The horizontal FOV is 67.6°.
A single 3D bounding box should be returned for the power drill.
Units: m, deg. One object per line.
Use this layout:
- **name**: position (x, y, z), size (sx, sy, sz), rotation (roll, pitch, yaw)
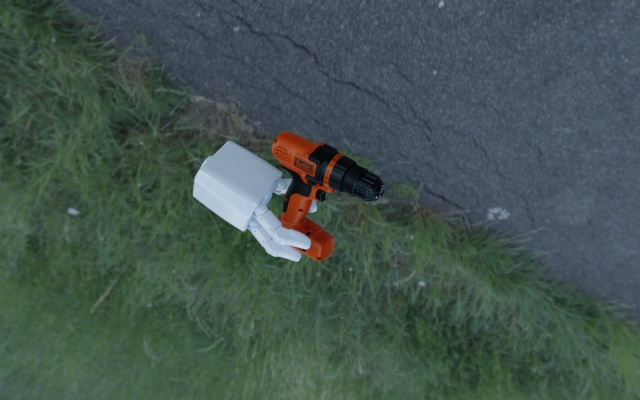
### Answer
- **power drill**: position (0.000, 0.003, 0.741), size (0.184, 0.188, 0.057), rotation (29, 39, 21)
